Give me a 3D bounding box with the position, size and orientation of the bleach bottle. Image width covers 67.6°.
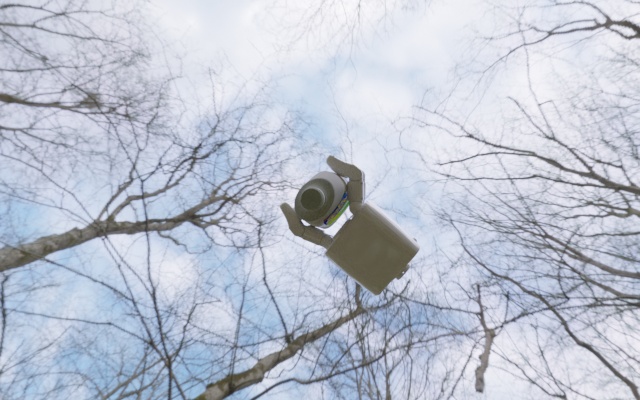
[{"bbox_3d":[0.000,0.002,0.740,0.068,0.102,0.251,40,6,5],"label":"bleach bottle"}]
